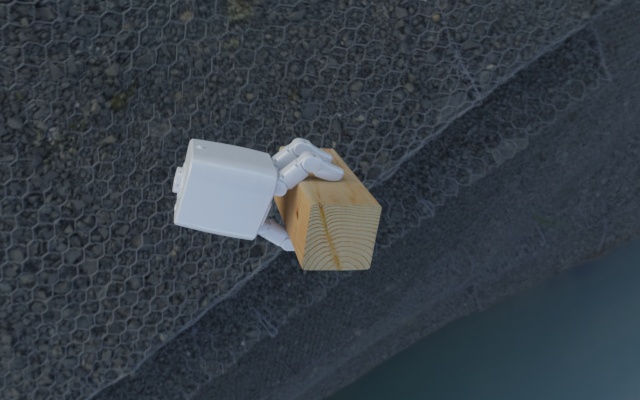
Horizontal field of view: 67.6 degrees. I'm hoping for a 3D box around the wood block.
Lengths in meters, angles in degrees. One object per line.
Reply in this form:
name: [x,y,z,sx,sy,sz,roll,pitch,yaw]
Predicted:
wood block: [0.000,0.002,0.655,0.090,0.091,0.206,1,25,-16]
